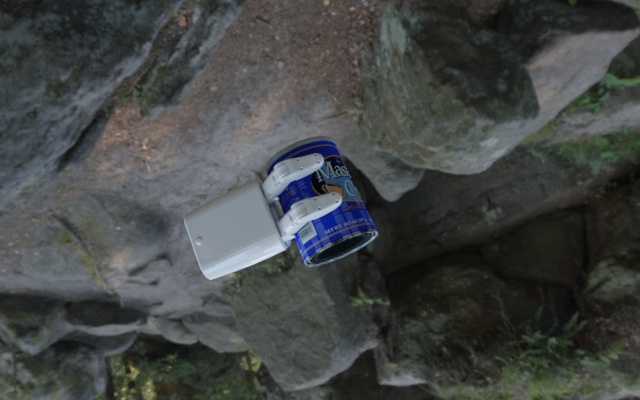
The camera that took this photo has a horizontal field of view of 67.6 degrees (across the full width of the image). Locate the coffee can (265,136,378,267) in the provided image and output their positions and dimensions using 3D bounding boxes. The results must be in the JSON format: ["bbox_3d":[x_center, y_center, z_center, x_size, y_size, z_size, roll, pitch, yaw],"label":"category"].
[{"bbox_3d":[0.000,0.002,0.628,0.103,0.140,0.103,-22,-17,-7],"label":"coffee can"}]
